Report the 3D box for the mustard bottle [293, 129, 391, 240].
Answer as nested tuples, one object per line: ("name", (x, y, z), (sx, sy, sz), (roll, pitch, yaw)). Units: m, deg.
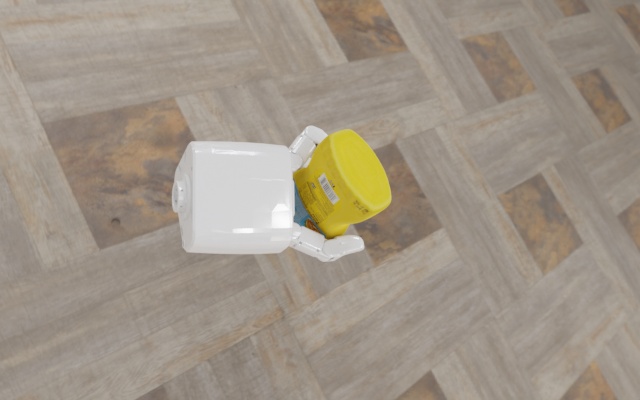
("mustard bottle", (0.000, 0.002, 0.567), (0.058, 0.096, 0.192), (-26, -8, -35))
